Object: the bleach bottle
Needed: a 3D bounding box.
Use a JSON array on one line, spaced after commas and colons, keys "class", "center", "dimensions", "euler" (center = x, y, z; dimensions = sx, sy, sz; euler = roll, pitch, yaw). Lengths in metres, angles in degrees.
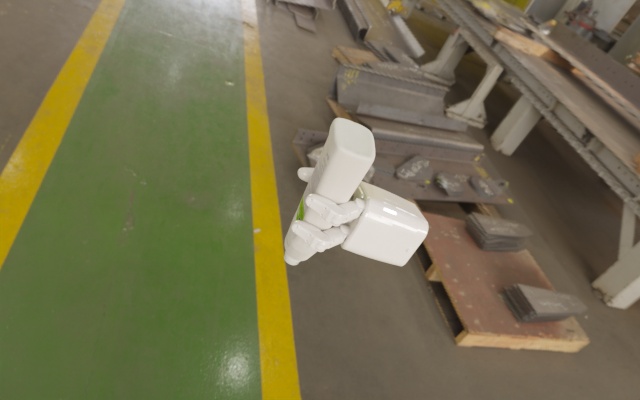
[{"class": "bleach bottle", "center": [0.000, 0.002, 0.745], "dimensions": [0.068, 0.251, 0.102], "euler": [19, 35, -13]}]
